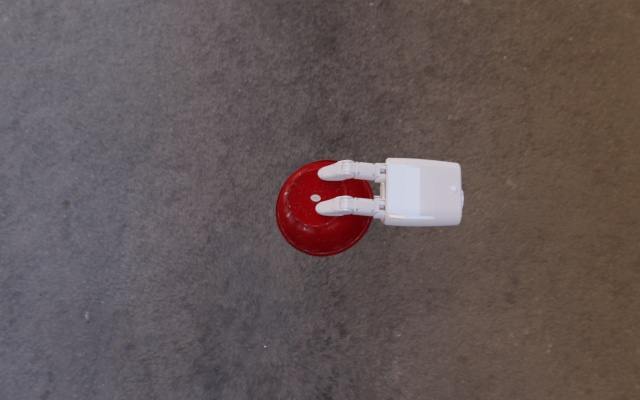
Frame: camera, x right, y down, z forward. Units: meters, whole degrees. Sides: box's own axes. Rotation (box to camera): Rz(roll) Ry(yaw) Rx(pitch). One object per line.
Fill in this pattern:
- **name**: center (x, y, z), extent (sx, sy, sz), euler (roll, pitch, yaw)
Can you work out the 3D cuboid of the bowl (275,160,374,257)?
- **bowl**: center (-0.001, 0.003, 0.737), extent (0.162, 0.162, 0.055), euler (0, -18, 13)
